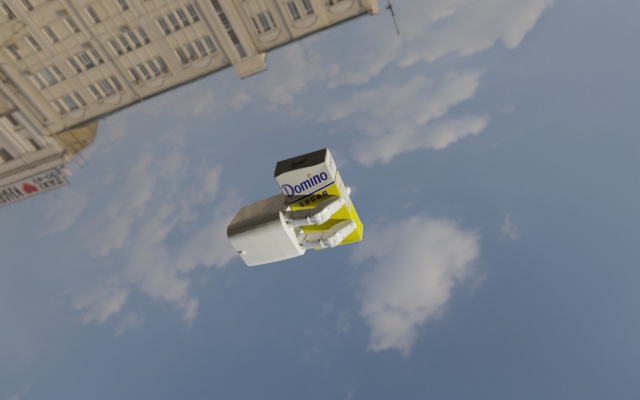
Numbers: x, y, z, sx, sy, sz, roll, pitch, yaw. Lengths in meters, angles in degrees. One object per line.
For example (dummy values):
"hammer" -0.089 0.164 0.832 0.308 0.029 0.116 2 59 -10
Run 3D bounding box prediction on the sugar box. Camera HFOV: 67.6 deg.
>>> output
"sugar box" 0.000 0.003 0.803 0.093 0.176 0.048 -15 39 18
